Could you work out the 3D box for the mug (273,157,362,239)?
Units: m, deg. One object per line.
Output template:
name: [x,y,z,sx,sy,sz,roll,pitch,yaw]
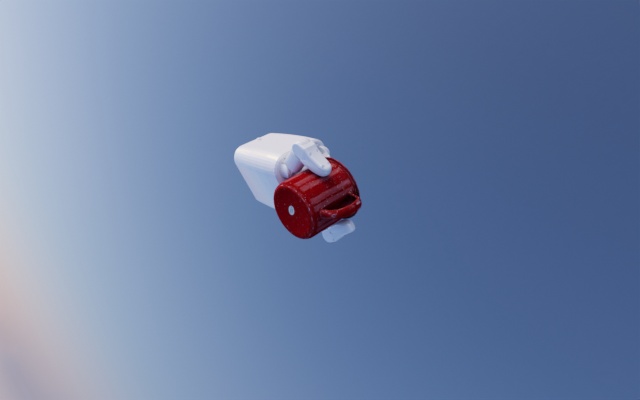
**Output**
mug: [0.001,0.003,0.627,0.081,0.093,0.117,-30,33,-35]
